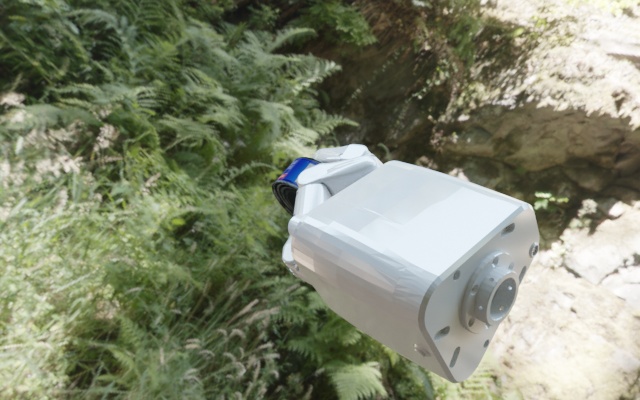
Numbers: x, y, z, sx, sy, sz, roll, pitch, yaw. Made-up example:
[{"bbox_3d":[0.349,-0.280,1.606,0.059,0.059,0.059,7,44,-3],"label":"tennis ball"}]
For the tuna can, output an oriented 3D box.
[{"bbox_3d":[0.000,0.001,0.426,0.086,0.033,0.086,35,-19,13],"label":"tuna can"}]
